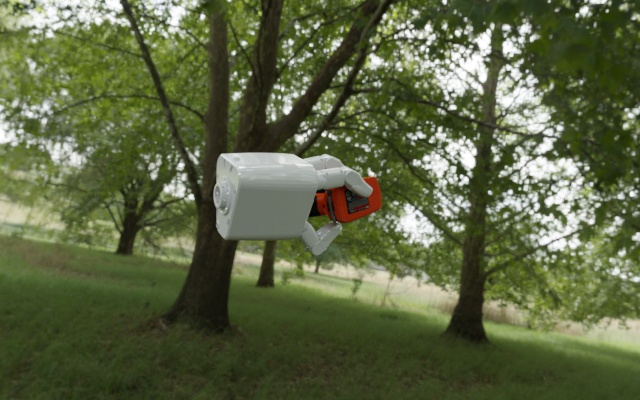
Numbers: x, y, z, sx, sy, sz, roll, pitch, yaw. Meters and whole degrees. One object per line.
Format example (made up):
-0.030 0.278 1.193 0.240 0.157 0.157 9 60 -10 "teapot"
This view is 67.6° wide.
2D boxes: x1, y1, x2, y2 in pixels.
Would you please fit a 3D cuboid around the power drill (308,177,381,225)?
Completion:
0.000 0.002 0.757 0.187 0.057 0.184 -8 7 42 "power drill"
